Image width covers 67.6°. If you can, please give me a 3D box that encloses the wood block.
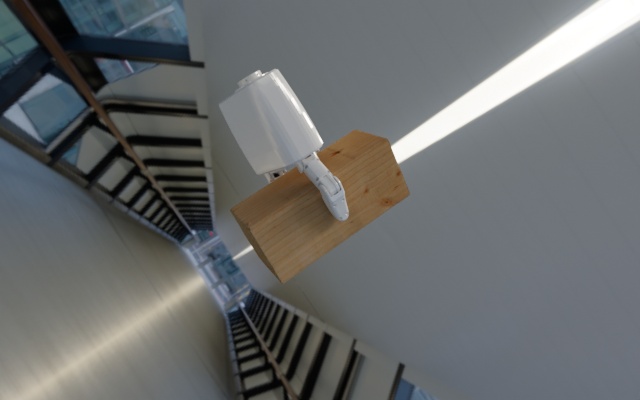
[{"bbox_3d":[0.000,0.002,0.625,0.206,0.090,0.090,-34,28,-13],"label":"wood block"}]
